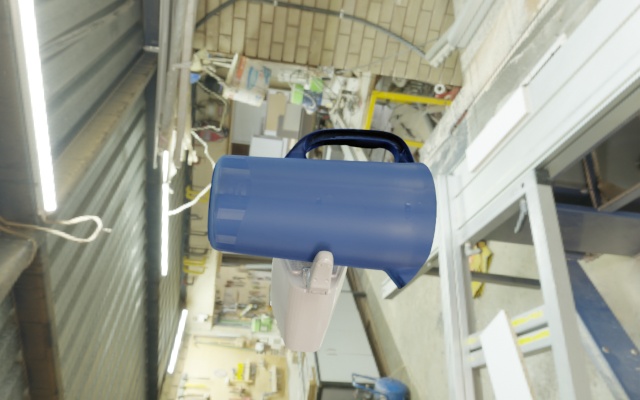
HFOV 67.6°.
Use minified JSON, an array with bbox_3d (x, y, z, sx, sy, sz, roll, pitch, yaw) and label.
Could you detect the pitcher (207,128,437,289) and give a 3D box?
[{"bbox_3d":[0.000,0.002,0.552,0.243,0.145,0.149,5,29,-7],"label":"pitcher"}]
